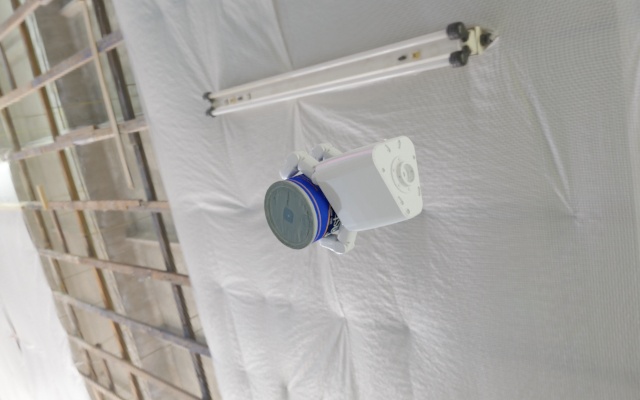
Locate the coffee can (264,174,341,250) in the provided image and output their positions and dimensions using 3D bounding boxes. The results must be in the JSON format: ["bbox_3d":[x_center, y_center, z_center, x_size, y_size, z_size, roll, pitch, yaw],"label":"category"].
[{"bbox_3d":[0.000,0.003,0.725,0.103,0.103,0.140,0,16,44],"label":"coffee can"}]
